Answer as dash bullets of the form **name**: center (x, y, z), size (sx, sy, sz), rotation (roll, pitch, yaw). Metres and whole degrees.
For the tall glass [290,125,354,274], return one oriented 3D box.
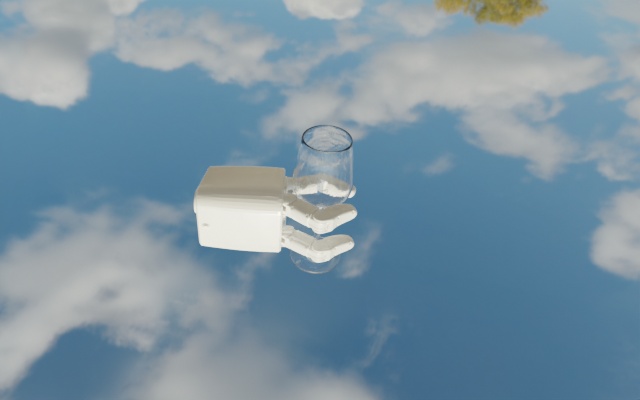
- **tall glass**: center (0.000, 0.003, 0.633), size (0.079, 0.201, 0.079), rotation (4, 39, -3)
